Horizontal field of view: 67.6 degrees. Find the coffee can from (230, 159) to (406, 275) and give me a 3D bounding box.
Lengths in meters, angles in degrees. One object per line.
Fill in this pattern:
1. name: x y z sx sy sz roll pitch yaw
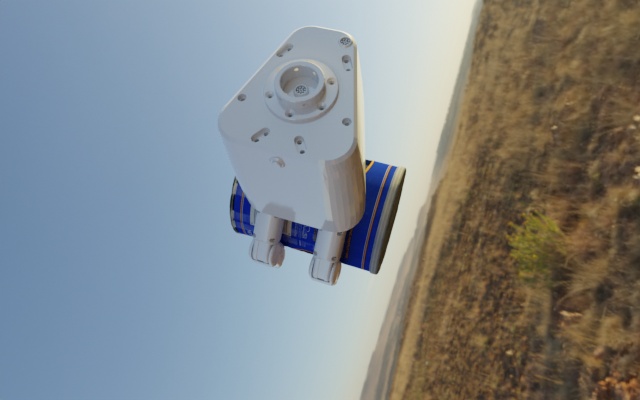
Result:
1. coffee can: 0.000 0.002 0.454 0.140 0.103 0.103 15 3 12
